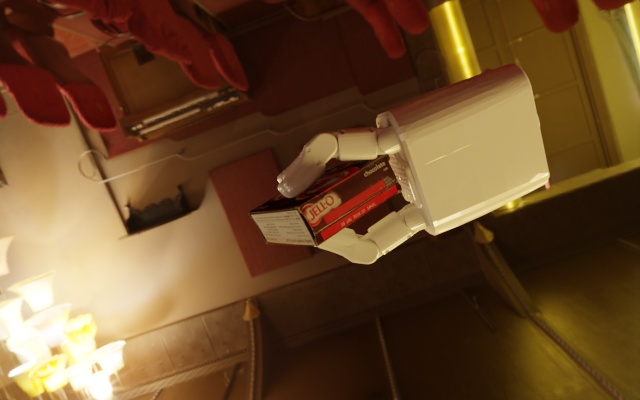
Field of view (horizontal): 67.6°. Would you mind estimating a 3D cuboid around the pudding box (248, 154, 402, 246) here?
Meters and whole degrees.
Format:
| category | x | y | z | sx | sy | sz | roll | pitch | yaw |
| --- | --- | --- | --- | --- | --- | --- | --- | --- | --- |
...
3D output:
| category | x | y | z | sx | sy | sz | roll | pitch | yaw |
| --- | --- | --- | --- | --- | --- | --- | --- | --- | --- |
| pudding box | 0.000 | 0.001 | 0.404 | 0.090 | 0.039 | 0.113 | -30 | 8 | -25 |
